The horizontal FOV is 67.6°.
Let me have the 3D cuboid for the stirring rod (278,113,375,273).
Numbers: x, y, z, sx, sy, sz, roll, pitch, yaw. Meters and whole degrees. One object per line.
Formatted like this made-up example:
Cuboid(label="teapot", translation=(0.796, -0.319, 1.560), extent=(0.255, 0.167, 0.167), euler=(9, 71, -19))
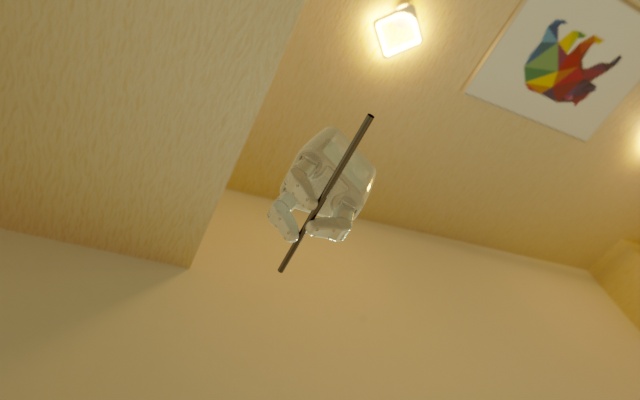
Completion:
Cuboid(label="stirring rod", translation=(0.000, 0.002, 0.551), extent=(0.011, 0.240, 0.011), euler=(21, 33, -14))
